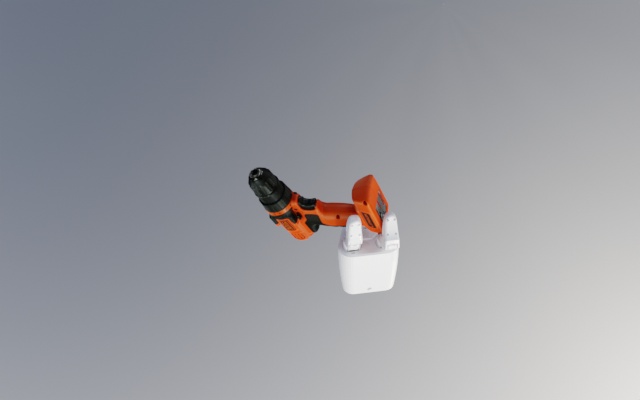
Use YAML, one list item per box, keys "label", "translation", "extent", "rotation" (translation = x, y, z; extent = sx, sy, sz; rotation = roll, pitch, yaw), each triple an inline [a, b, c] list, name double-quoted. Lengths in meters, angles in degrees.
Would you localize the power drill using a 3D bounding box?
- label: "power drill"
  translation: [0.001, 0.003, 0.742]
  extent: [0.187, 0.057, 0.184]
  rotation: [-2, -30, 26]
